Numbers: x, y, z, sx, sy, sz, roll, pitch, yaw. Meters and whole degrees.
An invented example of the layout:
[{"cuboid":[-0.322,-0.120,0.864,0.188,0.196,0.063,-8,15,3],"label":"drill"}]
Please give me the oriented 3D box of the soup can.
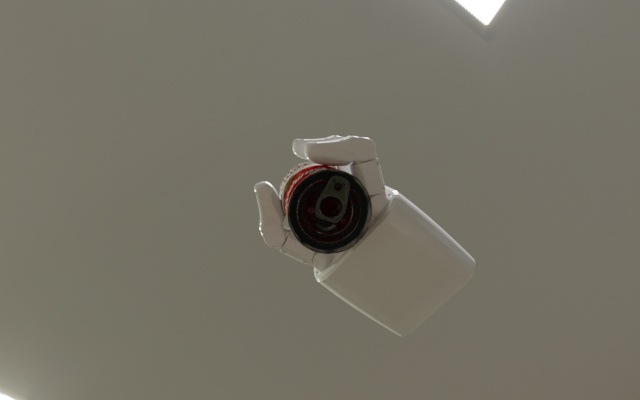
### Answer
[{"cuboid":[0.000,0.001,0.423,0.068,0.068,0.102,0,9,-9],"label":"soup can"}]
